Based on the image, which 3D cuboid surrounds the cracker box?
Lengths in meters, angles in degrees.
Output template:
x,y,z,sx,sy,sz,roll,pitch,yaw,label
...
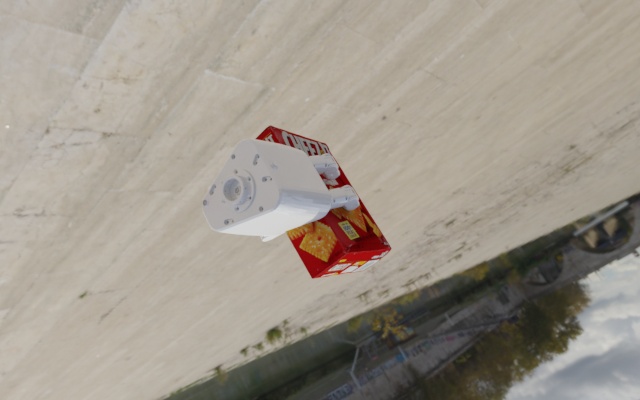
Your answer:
x,y,z,sx,sy,sz,roll,pitch,yaw,label
0.000,0.003,0.700,0.072,0.213,0.164,-38,-21,22,cracker box
